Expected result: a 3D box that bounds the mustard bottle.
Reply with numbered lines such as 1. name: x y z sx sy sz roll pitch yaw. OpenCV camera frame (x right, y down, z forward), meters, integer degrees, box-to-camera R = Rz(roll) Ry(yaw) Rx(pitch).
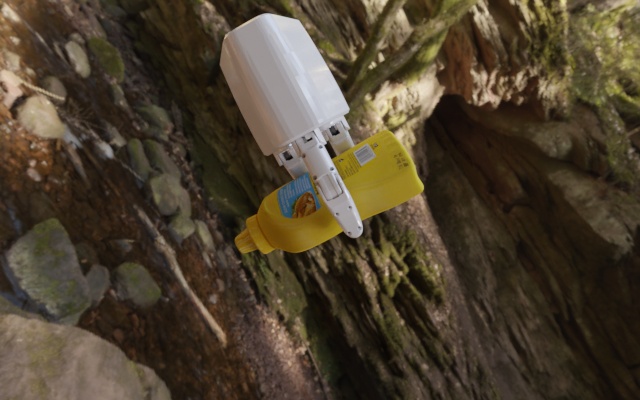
1. mustard bottle: 0.000 0.002 0.480 0.191 0.058 0.096 -28 32 5
